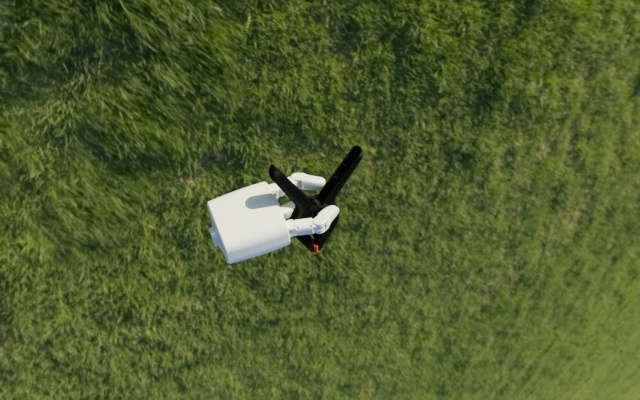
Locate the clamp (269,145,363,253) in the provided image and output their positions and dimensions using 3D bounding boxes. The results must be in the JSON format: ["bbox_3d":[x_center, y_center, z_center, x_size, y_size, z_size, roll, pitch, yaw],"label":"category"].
[{"bbox_3d":[0.000,0.004,0.819,0.164,0.210,0.036,-19,43,-17],"label":"clamp"}]
